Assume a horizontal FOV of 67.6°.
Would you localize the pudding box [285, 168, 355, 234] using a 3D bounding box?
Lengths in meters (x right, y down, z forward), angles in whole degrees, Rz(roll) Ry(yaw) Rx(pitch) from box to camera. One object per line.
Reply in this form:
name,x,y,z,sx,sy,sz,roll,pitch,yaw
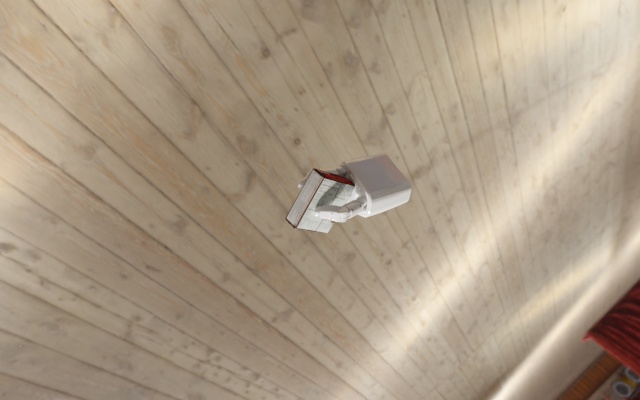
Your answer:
pudding box,0.000,0.003,0.871,0.090,0.113,0.039,13,21,-46
